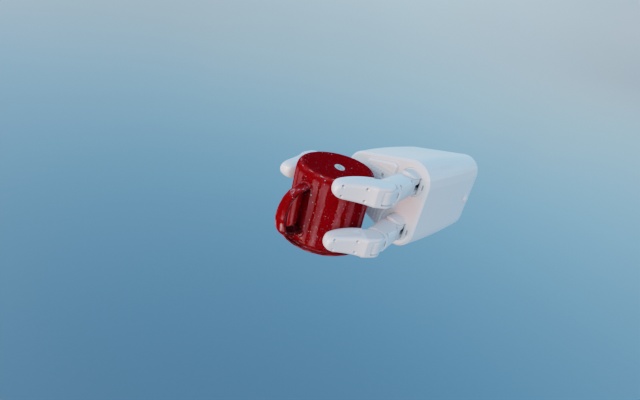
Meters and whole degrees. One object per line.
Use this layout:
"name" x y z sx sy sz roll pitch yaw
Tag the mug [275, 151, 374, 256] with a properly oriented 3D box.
"mug" -0.001 0.002 0.495 0.117 0.081 0.093 -13 36 -43
